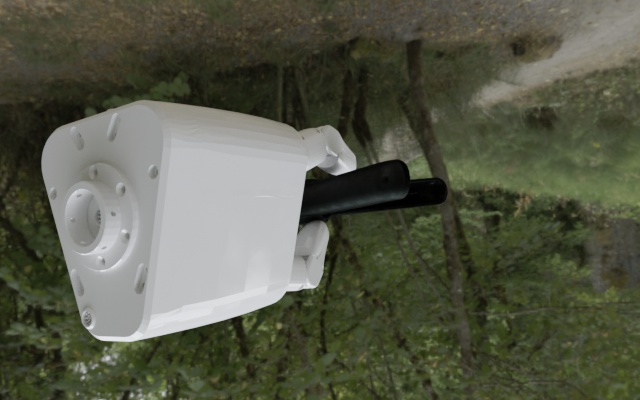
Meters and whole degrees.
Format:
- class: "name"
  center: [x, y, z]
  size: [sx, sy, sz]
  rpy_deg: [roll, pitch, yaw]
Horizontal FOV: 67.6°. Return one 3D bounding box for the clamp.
- class: "clamp"
  center: [0.000, 0.002, 0.401]
  size: [0.210, 0.036, 0.164]
  rpy_deg: [-9, -7, 29]
